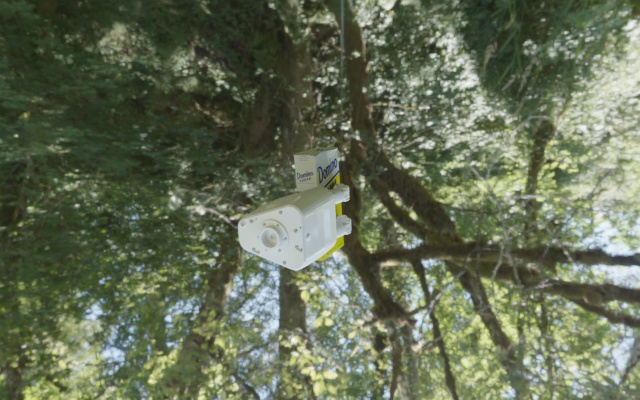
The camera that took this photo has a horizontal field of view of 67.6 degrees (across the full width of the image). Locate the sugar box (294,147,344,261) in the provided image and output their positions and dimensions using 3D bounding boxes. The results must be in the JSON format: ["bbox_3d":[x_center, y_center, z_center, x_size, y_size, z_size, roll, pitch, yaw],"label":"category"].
[{"bbox_3d":[0.001,0.003,0.801,0.048,0.176,0.093,4,15,24],"label":"sugar box"}]
